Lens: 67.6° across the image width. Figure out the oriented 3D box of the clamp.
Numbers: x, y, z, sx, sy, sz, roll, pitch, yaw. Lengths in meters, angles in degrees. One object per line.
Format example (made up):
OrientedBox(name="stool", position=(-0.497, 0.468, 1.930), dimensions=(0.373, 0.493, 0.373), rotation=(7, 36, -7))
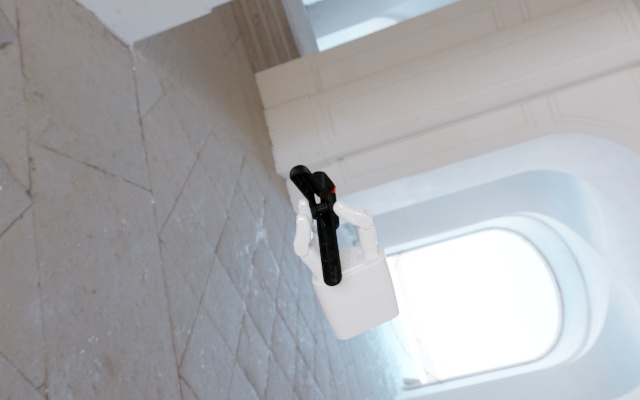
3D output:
OrientedBox(name="clamp", position=(0.001, 0.002, 0.683), dimensions=(0.036, 0.165, 0.210), rotation=(-14, 21, 9))
